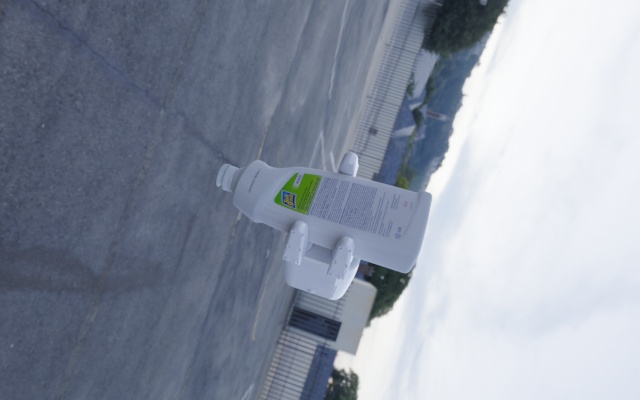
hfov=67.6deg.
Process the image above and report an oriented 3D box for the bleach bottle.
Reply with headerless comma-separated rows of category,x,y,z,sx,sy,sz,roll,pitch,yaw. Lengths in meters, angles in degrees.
bleach bottle,0.000,0.002,0.576,0.251,0.102,0.068,18,-35,5
